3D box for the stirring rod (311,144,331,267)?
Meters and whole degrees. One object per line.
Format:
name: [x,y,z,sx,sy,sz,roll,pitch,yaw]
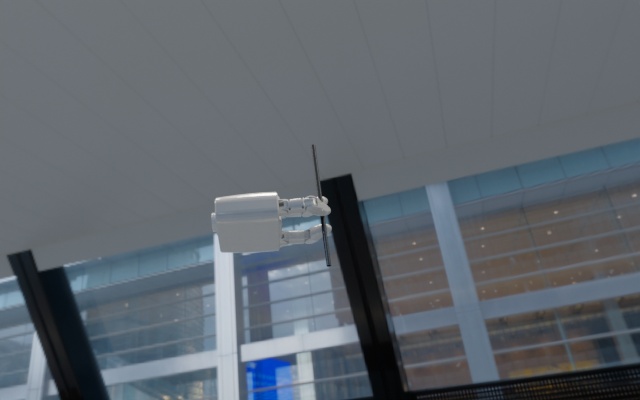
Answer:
stirring rod: [0.000,0.003,0.856,0.011,0.239,0.011,-6,-26,-3]
